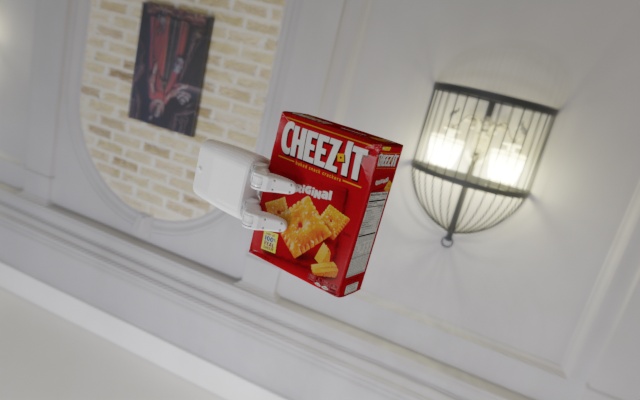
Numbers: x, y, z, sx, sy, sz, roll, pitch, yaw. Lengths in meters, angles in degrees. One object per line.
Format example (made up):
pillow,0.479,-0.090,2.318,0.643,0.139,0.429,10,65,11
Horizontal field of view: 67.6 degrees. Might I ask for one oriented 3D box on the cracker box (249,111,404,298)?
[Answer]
cracker box,0.000,0.002,0.658,0.164,0.214,0.072,23,17,30
